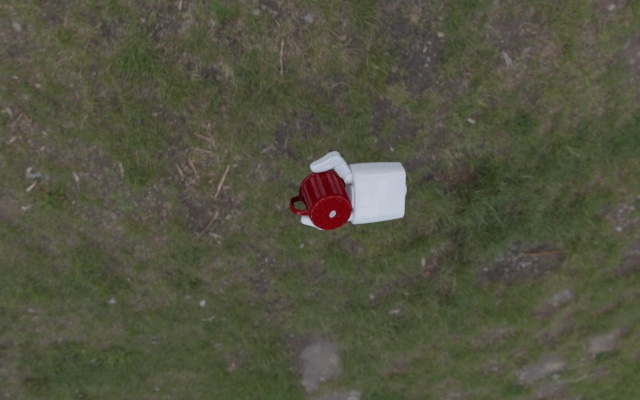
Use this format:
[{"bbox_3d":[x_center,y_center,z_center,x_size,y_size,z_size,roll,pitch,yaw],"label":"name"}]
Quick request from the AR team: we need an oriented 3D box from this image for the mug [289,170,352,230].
[{"bbox_3d":[-0.001,0.003,0.897,0.117,0.093,0.081,-7,36,-10],"label":"mug"}]
